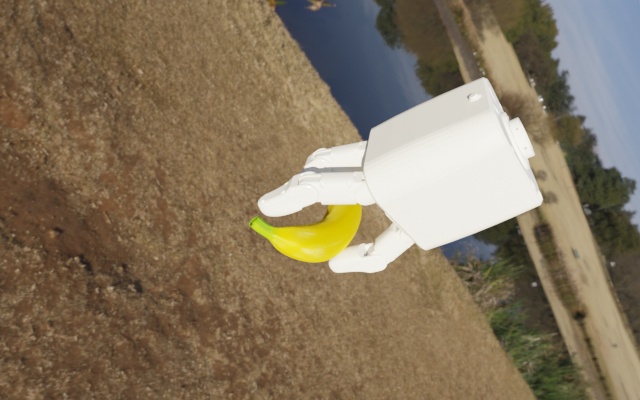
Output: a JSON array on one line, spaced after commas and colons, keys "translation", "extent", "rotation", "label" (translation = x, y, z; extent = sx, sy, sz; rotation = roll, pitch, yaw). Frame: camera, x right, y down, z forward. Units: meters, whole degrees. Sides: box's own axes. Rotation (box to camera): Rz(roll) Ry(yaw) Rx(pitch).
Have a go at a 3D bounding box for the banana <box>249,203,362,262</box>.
[{"translation": [0.007, 0.019, 0.484], "extent": [0.037, 0.069, 0.197], "rotation": [-29, 0, 29], "label": "banana"}]
